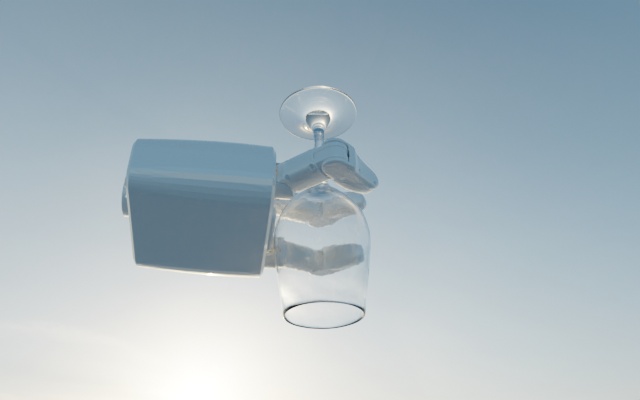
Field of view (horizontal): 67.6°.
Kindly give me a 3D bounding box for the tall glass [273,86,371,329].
[{"bbox_3d":[0.000,0.001,0.405,0.079,0.201,0.079,-2,-32,-1],"label":"tall glass"}]
